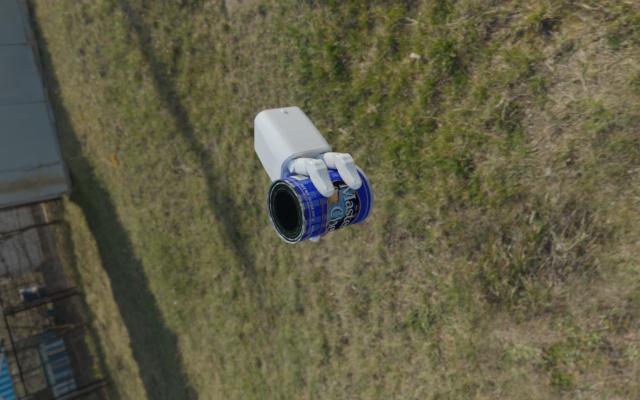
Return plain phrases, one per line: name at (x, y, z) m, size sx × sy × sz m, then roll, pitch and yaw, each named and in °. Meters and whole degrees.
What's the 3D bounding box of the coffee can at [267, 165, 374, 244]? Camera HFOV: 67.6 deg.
coffee can at (0.000, 0.003, 0.766) m, size 0.140 × 0.103 × 0.103 m, roll -15°, pitch 9°, yaw -36°
